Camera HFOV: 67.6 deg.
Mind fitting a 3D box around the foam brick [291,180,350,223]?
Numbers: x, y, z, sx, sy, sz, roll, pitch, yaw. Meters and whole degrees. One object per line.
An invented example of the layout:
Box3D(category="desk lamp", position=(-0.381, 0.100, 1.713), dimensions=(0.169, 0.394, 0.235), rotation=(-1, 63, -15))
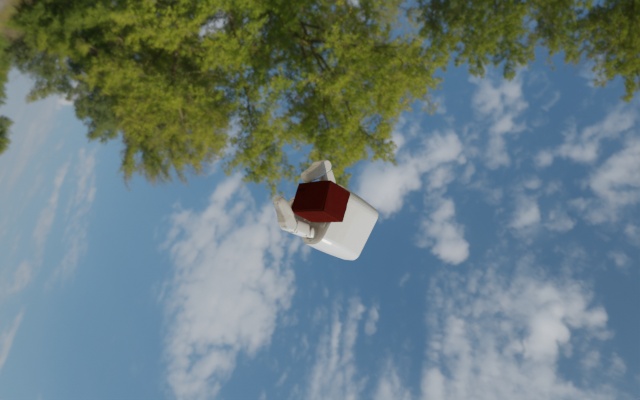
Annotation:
Box3D(category="foam brick", position=(0.000, 0.003, 0.773), dimensions=(0.051, 0.053, 0.078), rotation=(30, -21, -38))
